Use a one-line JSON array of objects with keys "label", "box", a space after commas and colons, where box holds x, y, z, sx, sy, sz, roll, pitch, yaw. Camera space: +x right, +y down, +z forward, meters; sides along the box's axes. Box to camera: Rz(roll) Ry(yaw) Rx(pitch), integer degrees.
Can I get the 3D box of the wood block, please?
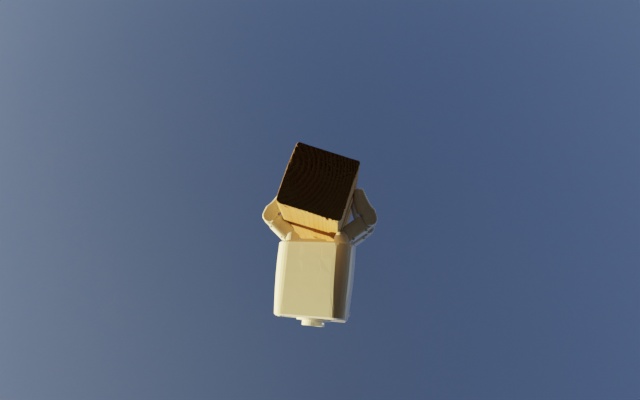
[{"label": "wood block", "box": [0.000, 0.003, 0.715, 0.091, 0.090, 0.206, 18, -15, 6]}]
